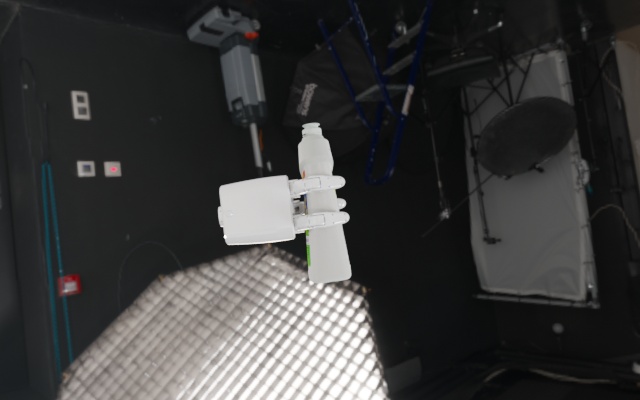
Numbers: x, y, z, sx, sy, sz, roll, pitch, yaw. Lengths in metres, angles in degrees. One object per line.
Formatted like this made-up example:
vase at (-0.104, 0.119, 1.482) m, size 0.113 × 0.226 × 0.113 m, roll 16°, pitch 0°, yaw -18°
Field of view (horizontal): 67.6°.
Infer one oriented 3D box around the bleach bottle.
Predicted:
bleach bottle at (0.000, 0.003, 0.773) m, size 0.068 × 0.251 × 0.102 m, roll -7°, pitch -4°, yaw -4°
